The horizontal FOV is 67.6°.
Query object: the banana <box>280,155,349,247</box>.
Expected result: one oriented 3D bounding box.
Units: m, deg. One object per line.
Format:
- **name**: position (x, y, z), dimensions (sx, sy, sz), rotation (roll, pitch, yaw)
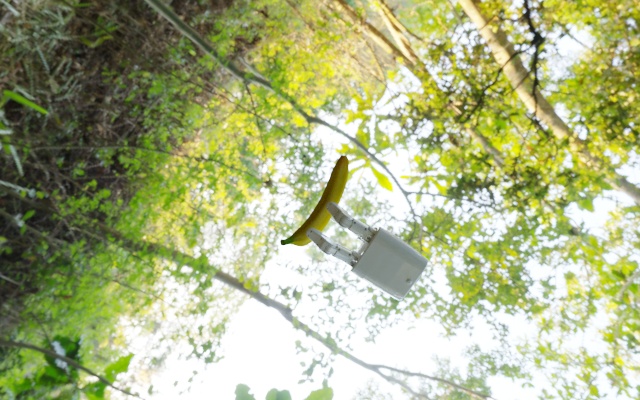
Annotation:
- **banana**: position (0.004, 0.011, 0.871), dimensions (0.037, 0.198, 0.070), rotation (31, -7, 24)
